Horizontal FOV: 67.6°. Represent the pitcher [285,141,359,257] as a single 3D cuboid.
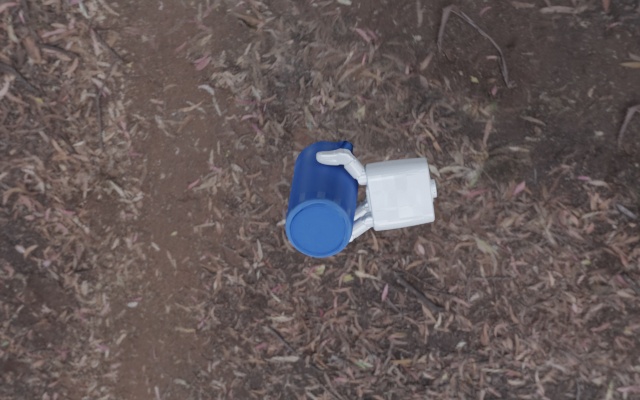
[{"bbox_3d":[0.000,0.003,0.857,0.145,0.149,0.242,-9,25,9],"label":"pitcher"}]
